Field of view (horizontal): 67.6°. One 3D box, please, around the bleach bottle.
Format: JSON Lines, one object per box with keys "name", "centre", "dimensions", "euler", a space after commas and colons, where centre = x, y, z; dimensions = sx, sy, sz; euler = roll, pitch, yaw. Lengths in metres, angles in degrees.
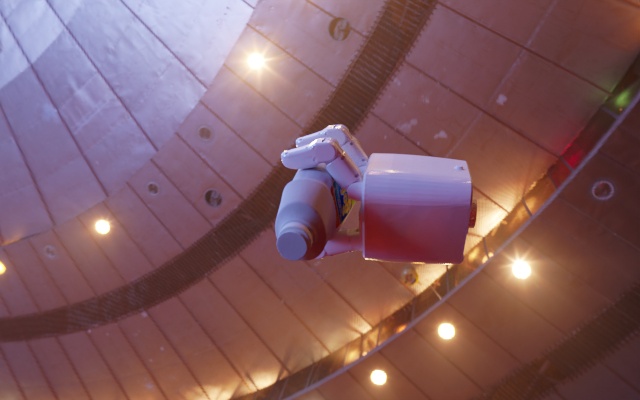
{"name": "bleach bottle", "centre": [0.000, 0.002, 0.534], "dimensions": [0.068, 0.103, 0.250], "euler": [3, 22, 11]}
